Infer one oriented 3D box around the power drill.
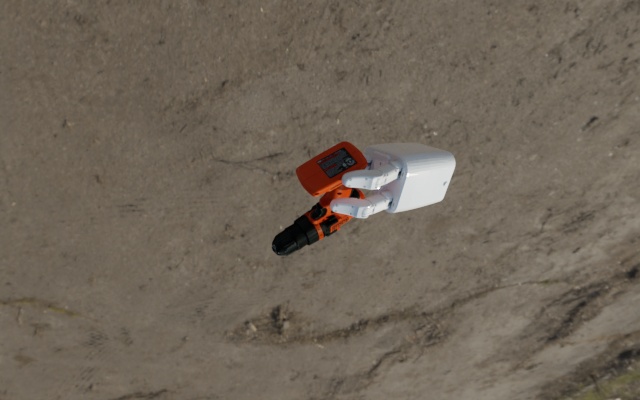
[{"bbox_3d":[0.000,0.002,0.753,0.184,0.057,0.188,-33,-22,-19],"label":"power drill"}]
